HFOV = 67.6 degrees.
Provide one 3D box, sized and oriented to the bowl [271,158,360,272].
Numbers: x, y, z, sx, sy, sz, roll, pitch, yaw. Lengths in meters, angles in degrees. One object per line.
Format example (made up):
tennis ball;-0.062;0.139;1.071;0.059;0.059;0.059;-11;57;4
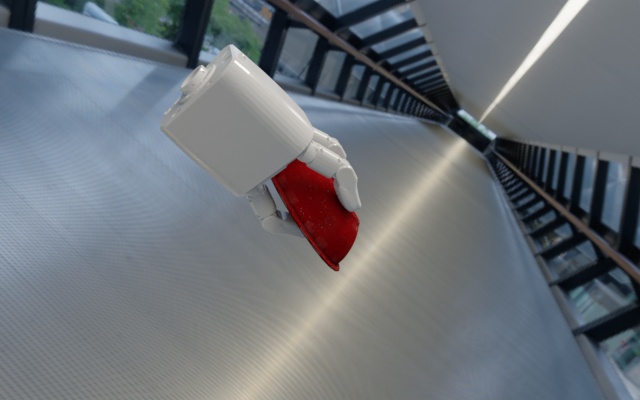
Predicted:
bowl;0.001;0.002;0.570;0.055;0.162;0.162;-32;-3;5
